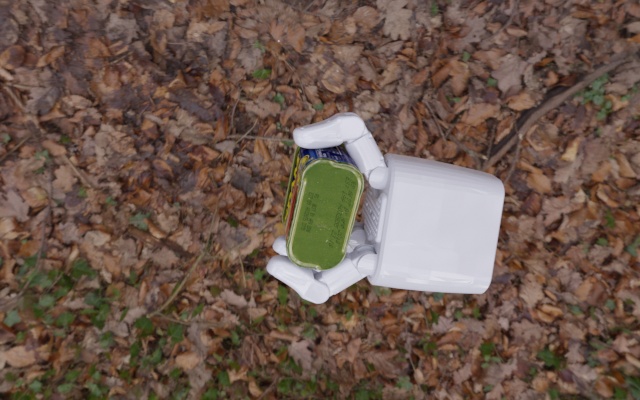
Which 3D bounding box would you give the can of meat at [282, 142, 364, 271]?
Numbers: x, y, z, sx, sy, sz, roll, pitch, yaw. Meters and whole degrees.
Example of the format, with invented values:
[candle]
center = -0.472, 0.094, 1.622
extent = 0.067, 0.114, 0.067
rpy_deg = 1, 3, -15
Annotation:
[can of meat]
center = 0.000, 0.001, 0.428
extent = 0.057, 0.102, 0.084
rpy_deg = 10, 17, -9
